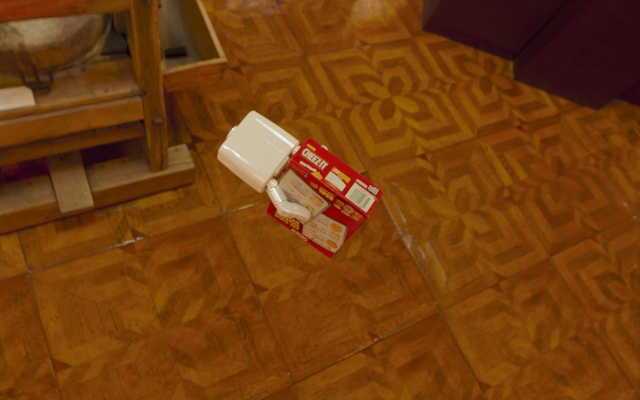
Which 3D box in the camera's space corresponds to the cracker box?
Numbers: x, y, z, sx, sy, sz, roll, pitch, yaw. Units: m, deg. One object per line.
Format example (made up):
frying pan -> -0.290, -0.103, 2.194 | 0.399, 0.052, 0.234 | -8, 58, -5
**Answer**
cracker box -> 0.000, 0.003, 0.888 | 0.164, 0.072, 0.214 | 36, -31, 1
